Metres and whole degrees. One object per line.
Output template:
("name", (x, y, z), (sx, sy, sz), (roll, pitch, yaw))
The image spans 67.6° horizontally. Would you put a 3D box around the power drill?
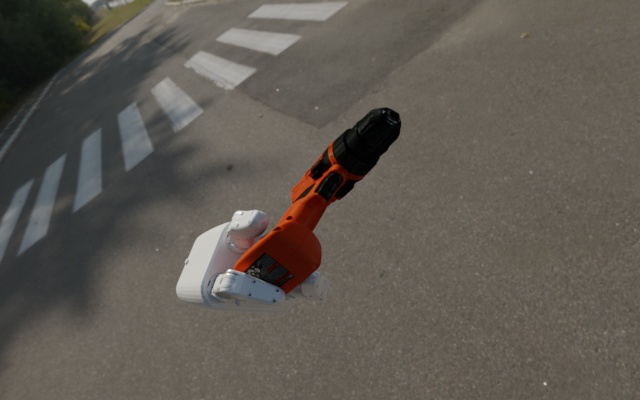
("power drill", (0.000, 0.002, 0.489), (0.184, 0.057, 0.187), (-46, 7, 45))
